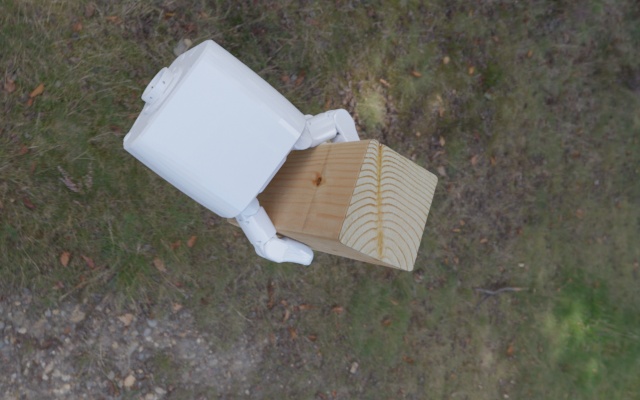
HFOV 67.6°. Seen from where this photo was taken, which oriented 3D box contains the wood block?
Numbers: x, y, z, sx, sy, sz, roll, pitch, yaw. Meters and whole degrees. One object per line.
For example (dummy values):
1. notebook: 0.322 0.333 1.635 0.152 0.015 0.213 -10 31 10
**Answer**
1. wood block: 0.000 0.002 0.480 0.090 0.091 0.206 25 -11 -34
